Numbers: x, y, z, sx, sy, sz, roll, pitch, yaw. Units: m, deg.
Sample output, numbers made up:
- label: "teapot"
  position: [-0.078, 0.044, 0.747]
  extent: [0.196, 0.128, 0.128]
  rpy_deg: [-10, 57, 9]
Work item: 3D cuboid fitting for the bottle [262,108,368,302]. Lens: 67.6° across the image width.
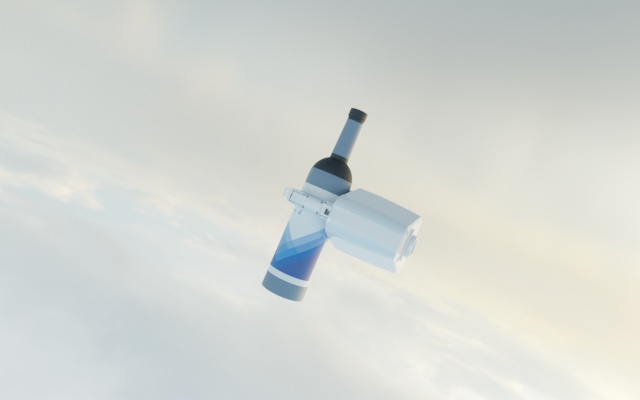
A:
- label: "bottle"
  position: [0.000, 0.003, 0.714]
  extent: [0.069, 0.296, 0.069]
  rpy_deg: [23, 1, 0]
